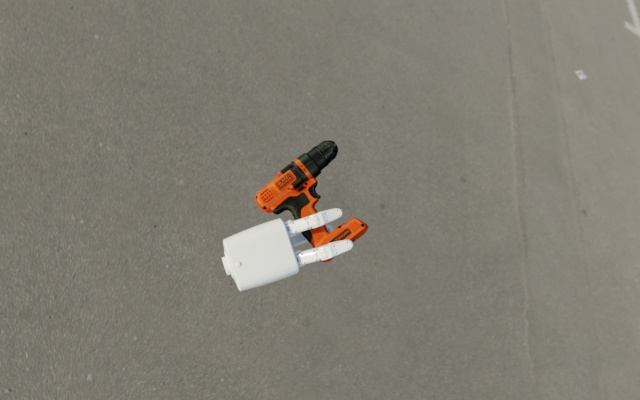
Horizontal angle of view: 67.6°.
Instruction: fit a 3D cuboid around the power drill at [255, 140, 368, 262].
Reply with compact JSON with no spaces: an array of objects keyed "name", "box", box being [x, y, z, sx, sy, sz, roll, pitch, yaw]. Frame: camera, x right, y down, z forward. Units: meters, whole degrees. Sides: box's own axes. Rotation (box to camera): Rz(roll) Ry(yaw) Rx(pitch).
[{"name":"power drill","box":[0.000,0.003,0.871,0.184,0.187,0.057,-40,-15,-2]}]
